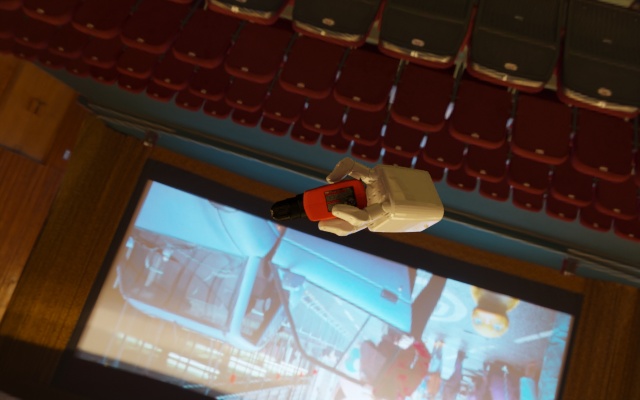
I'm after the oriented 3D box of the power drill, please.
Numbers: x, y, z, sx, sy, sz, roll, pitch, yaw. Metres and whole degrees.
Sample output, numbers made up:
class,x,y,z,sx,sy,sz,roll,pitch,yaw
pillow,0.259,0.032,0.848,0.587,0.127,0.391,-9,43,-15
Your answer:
class,x,y,z,sx,sy,sz,roll,pitch,yaw
power drill,0.000,0.003,0.866,0.184,0.057,0.187,-14,2,-6
